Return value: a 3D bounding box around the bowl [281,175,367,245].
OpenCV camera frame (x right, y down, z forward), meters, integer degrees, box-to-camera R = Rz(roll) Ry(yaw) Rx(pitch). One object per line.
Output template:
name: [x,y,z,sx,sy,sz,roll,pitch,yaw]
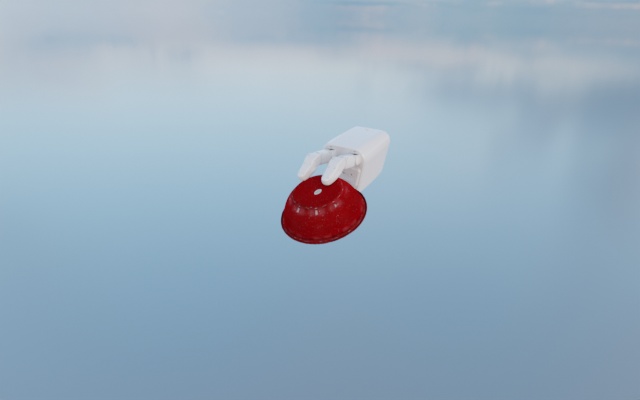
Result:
bowl: [0.000,0.003,0.853,0.162,0.055,0.162,-9,40,8]
